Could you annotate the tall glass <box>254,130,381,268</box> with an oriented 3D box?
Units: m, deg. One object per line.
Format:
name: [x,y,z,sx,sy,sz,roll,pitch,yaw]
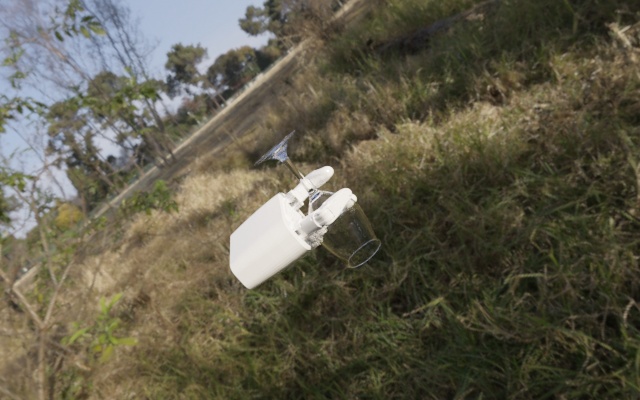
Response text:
tall glass: [0.000,0.002,0.671,0.079,0.201,0.079,-39,11,9]
